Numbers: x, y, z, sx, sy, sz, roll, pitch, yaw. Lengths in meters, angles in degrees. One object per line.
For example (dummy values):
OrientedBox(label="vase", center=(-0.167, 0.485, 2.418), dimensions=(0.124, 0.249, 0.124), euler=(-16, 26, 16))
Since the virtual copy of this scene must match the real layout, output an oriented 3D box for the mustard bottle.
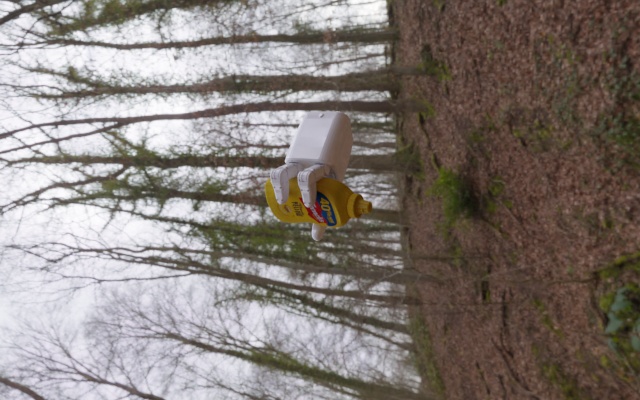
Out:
OrientedBox(label="mustard bottle", center=(0.000, 0.003, 0.828), dimensions=(0.191, 0.096, 0.058), euler=(5, 41, 30))
